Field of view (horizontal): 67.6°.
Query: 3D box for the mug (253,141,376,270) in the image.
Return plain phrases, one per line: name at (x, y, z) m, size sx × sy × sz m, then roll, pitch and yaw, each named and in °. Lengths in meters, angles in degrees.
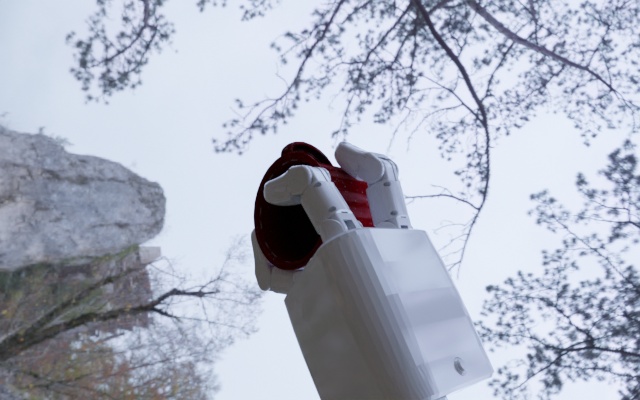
mug at (0.000, 0.000, 0.406) m, size 0.081 × 0.117 × 0.093 m, roll 7°, pitch -37°, yaw -44°
